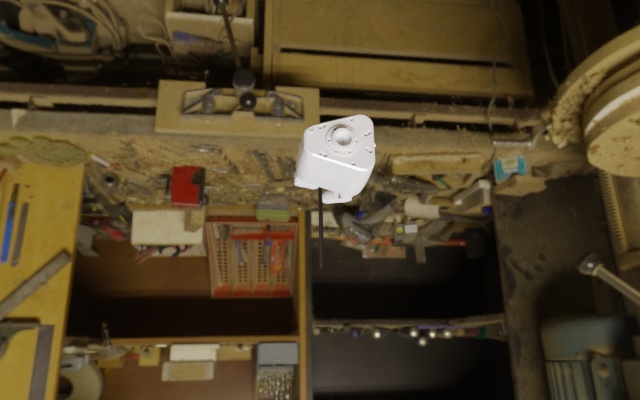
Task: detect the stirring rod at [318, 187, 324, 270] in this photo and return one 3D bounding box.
[{"bbox_3d":[0.000,0.003,0.847,0.011,0.239,0.011,-1,-18,0],"label":"stirring rod"}]
